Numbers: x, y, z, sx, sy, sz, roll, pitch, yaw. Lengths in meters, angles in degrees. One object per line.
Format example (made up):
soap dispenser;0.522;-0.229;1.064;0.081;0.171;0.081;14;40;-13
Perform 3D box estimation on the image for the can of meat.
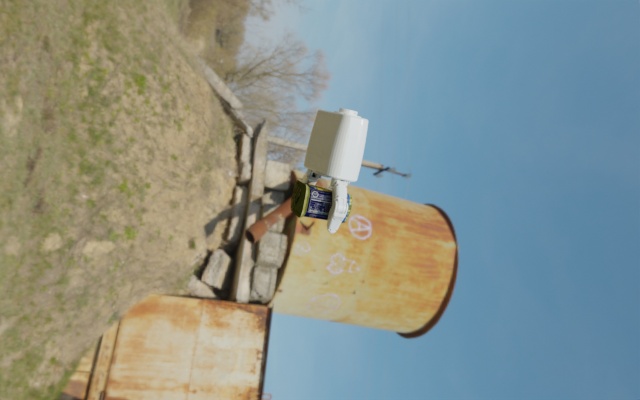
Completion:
can of meat;0.000;0.003;0.837;0.084;0.057;0.102;10;6;-16
